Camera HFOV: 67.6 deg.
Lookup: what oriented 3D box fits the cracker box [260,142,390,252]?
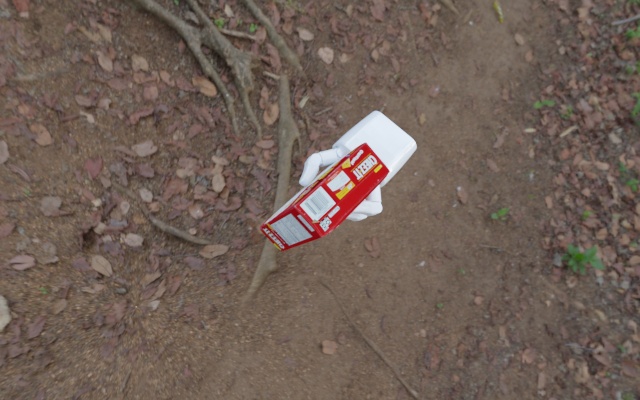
[{"bbox_3d":[0.000,0.002,0.810,0.164,0.072,0.214,-43,5,-23],"label":"cracker box"}]
